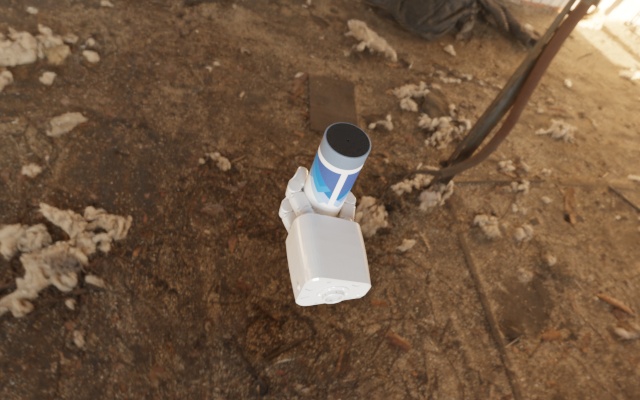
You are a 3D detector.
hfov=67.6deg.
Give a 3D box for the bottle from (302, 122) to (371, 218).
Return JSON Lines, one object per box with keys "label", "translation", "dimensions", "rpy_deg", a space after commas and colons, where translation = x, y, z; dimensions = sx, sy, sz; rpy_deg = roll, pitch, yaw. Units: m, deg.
{"label": "bottle", "translation": [0.000, 0.002, 0.759], "dimensions": [0.069, 0.069, 0.296], "rpy_deg": [0, -35, -18]}
